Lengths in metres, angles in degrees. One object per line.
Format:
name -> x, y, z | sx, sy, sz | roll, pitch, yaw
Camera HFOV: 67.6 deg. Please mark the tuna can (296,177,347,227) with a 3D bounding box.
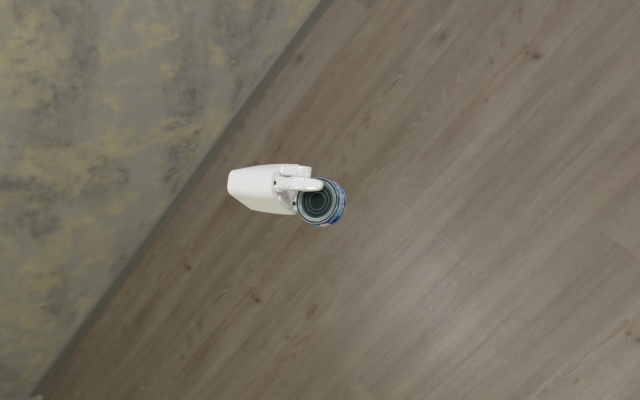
tuna can -> 0.000, 0.003, 0.843 | 0.086, 0.086, 0.034 | 0, -10, 26
